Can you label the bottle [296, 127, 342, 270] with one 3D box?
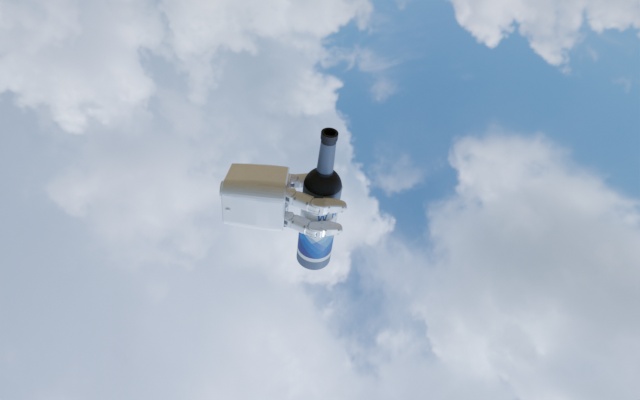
[{"bbox_3d":[0.000,0.003,0.833,0.069,0.296,0.069,4,43,-4],"label":"bottle"}]
